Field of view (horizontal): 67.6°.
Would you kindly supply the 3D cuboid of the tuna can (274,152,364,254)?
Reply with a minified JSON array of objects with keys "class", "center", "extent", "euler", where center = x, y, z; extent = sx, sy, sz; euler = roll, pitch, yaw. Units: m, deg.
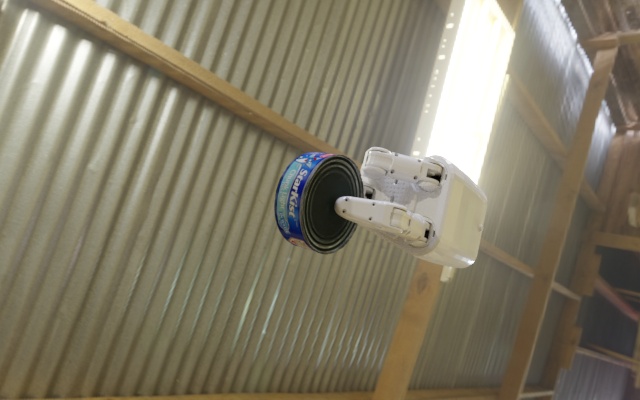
[{"class":"tuna can","center":[0.000,0.001,0.414],"extent":[0.033,0.086,0.086],"euler":[12,7,38]}]
